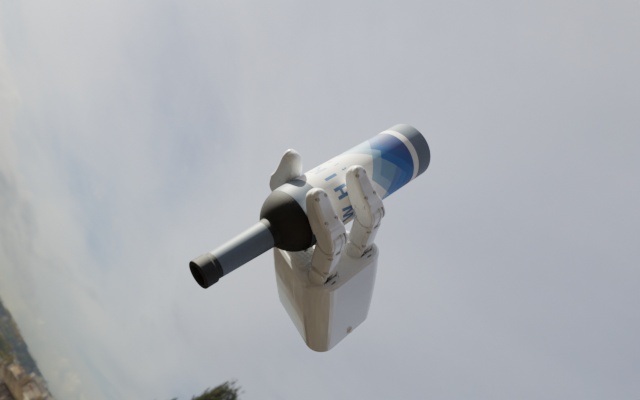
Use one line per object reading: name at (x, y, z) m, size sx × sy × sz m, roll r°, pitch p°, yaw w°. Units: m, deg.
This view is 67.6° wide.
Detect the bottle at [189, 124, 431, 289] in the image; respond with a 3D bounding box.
bottle at (0.000, 0.001, 0.487) m, size 0.295 × 0.069 × 0.069 m, roll -31°, pitch 19°, yaw -35°
